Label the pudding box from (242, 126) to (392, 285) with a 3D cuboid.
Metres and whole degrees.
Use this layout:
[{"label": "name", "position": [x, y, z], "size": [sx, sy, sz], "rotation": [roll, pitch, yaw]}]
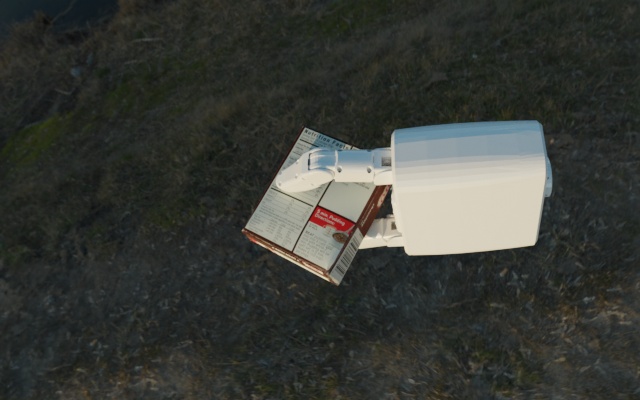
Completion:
[{"label": "pudding box", "position": [0.000, 0.001, 0.411], "size": [0.090, 0.113, 0.039], "rotation": [24, -15, 22]}]
